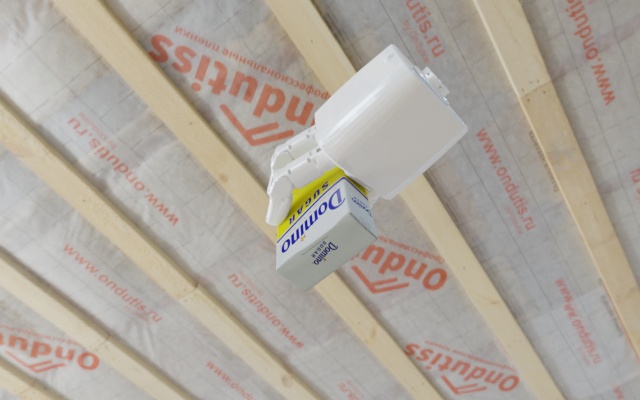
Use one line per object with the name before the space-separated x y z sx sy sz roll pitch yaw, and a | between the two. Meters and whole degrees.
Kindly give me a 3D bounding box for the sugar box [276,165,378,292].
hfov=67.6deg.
sugar box | 0.000 0.001 0.494 0.093 0.048 0.176 -39 25 19
